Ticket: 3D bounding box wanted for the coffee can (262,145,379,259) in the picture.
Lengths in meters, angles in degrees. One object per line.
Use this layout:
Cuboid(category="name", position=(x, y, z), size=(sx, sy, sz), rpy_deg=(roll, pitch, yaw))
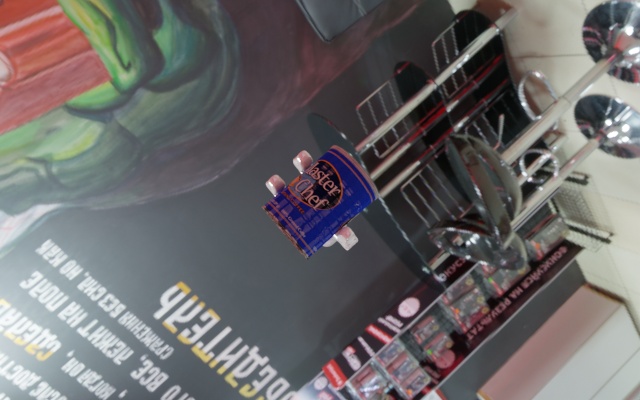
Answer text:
Cuboid(category="coffee can", position=(0.000, 0.002, 0.703), size=(0.140, 0.103, 0.103), rpy_deg=(-41, 6, -7))
